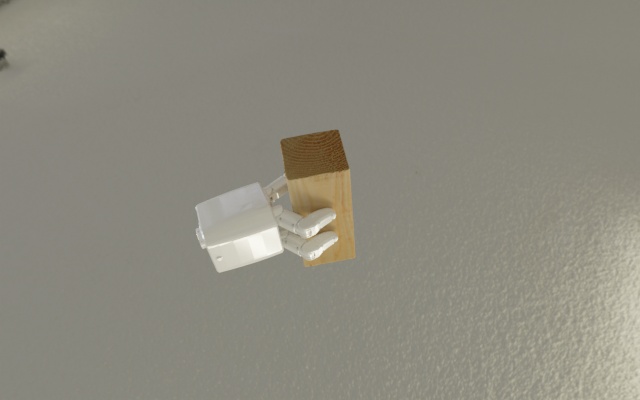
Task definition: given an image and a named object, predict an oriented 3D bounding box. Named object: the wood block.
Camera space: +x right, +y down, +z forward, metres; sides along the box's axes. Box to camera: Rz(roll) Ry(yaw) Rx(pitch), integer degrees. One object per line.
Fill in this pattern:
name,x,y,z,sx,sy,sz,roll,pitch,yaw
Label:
wood block,0.000,0.002,0.747,0.090,0.090,0.206,-11,-42,-3
